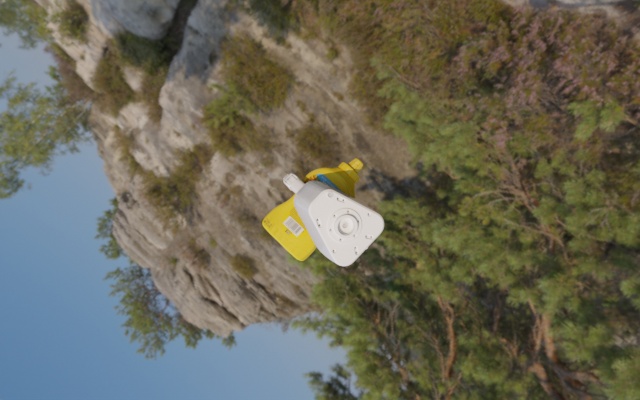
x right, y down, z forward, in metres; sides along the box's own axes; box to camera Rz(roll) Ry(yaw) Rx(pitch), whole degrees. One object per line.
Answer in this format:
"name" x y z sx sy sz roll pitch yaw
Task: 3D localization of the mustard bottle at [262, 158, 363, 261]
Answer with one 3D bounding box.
"mustard bottle" 0.000 0.003 0.801 0.096 0.191 0.058 43 -3 11
